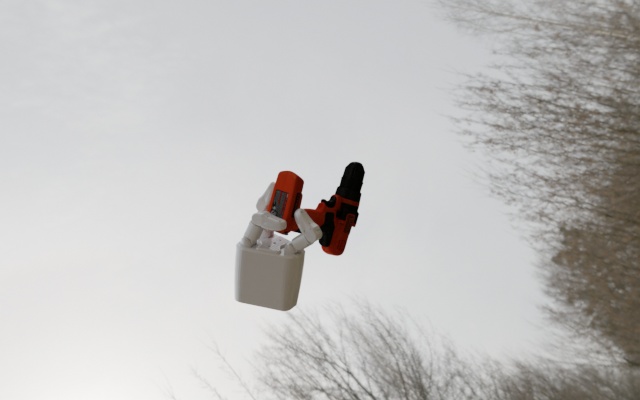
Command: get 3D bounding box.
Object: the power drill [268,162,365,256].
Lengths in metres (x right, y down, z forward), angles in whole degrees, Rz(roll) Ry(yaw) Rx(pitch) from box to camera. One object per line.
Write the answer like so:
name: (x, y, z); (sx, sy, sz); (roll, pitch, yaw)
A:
power drill: (0.000, 0.003, 0.861); (0.188, 0.184, 0.057); (15, -1, -44)
